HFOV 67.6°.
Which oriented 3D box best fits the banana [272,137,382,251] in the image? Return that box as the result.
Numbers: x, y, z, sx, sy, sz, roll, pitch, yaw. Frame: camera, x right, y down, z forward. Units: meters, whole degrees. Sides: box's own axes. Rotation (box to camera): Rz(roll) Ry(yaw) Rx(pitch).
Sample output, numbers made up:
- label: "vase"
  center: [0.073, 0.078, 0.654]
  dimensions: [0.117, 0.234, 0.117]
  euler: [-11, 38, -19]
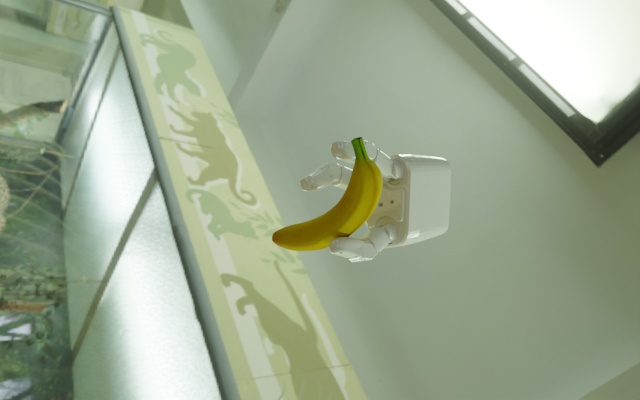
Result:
- label: "banana"
  center: [0.013, 0.014, 0.546]
  dimensions: [0.037, 0.069, 0.198]
  euler: [-20, -22, -48]
